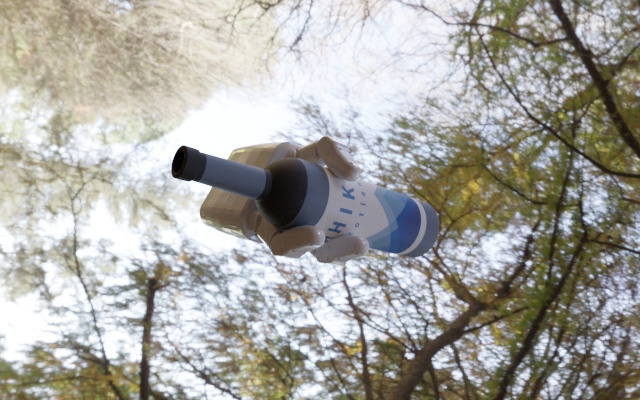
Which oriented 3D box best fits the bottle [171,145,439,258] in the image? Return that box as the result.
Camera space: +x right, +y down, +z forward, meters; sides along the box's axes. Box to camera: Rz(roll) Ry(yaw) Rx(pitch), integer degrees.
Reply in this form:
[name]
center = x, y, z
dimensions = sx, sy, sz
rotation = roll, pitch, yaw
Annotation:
[bottle]
center = 0.000, 0.002, 0.462
dimensions = 0.296, 0.069, 0.069
rotation = 16, -10, -39
